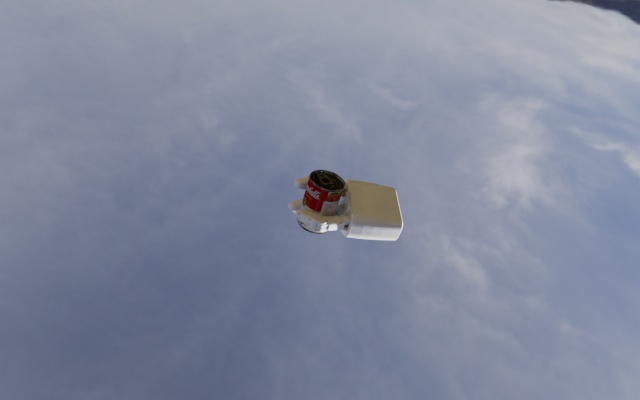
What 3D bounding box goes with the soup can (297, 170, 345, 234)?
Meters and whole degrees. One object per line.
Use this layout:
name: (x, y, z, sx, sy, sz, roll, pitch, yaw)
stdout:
soup can: (0.000, 0.003, 0.893, 0.068, 0.102, 0.068, 12, 33, -8)
